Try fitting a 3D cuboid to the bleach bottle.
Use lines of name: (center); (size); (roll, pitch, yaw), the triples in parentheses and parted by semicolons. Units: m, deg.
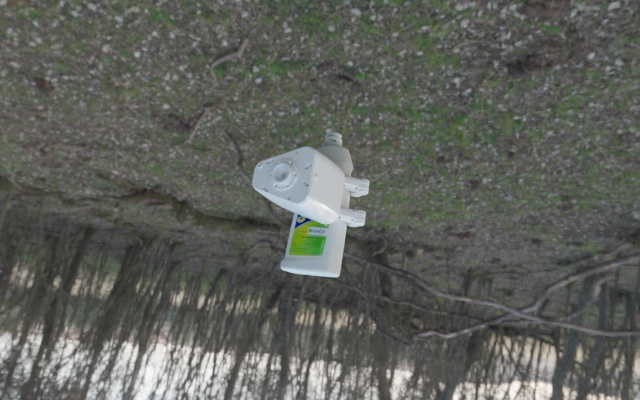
bleach bottle: (0.000, 0.003, 0.834); (0.102, 0.250, 0.068); (1, -15, 26)
